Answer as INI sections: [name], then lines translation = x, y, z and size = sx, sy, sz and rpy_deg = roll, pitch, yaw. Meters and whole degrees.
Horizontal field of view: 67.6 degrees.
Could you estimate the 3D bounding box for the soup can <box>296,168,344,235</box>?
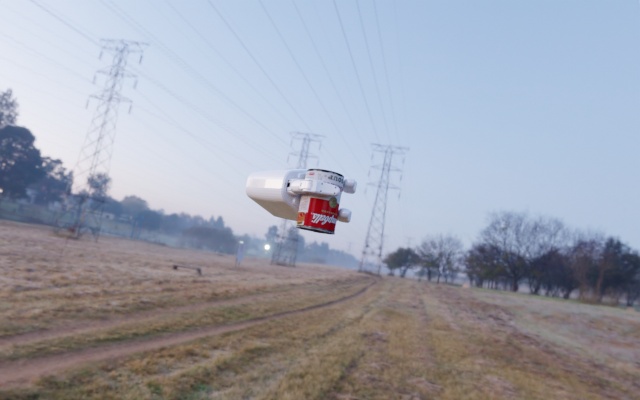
[soup can]
translation = 0.000, 0.002, 0.819
size = 0.068, 0.102, 0.068
rpy_deg = 11, -8, 1
